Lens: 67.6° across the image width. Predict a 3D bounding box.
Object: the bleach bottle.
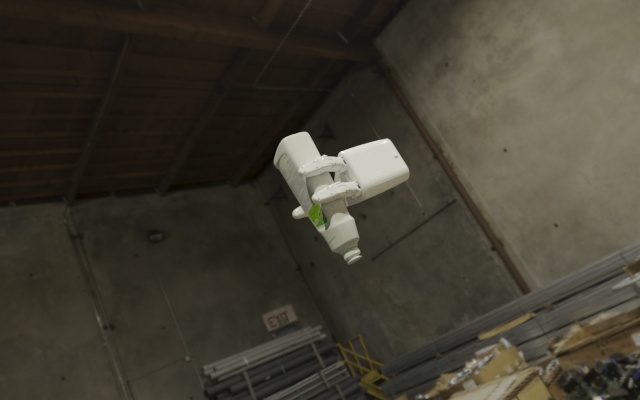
[{"bbox_3d":[0.000,0.003,0.869,0.068,0.250,0.103,-21,-20,-23],"label":"bleach bottle"}]
